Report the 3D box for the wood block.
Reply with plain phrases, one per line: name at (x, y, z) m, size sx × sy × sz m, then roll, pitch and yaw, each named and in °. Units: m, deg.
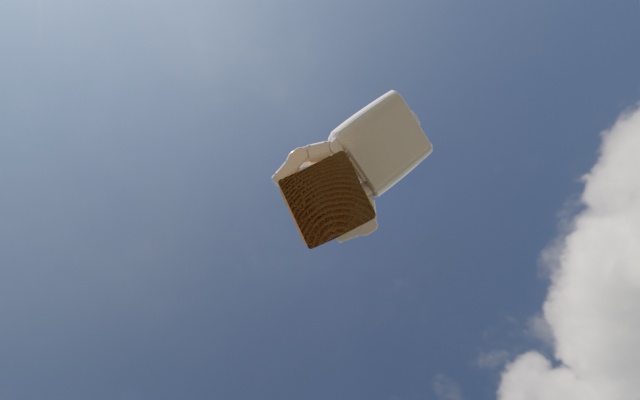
wood block at (0.001, 0.002, 0.654) m, size 0.090 × 0.091 × 0.206 m, roll -26°, pitch 0°, yaw -4°
